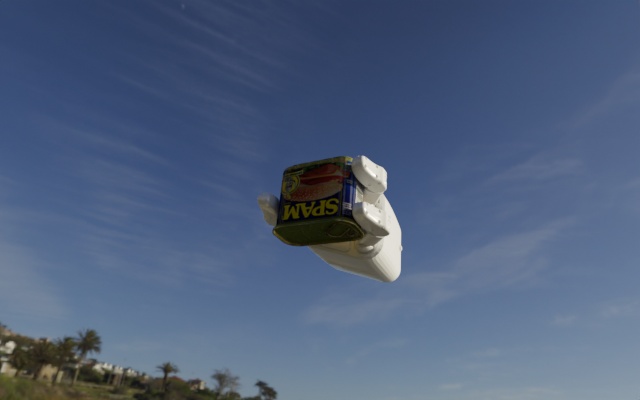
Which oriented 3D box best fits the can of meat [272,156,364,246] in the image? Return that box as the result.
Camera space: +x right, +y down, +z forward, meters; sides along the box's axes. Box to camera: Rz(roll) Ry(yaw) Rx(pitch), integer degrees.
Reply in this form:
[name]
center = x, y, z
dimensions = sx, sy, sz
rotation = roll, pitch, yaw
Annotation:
[can of meat]
center = 0.000, 0.002, 0.557
dimensions = 0.102, 0.084, 0.057
rotation = -8, -30, 24
